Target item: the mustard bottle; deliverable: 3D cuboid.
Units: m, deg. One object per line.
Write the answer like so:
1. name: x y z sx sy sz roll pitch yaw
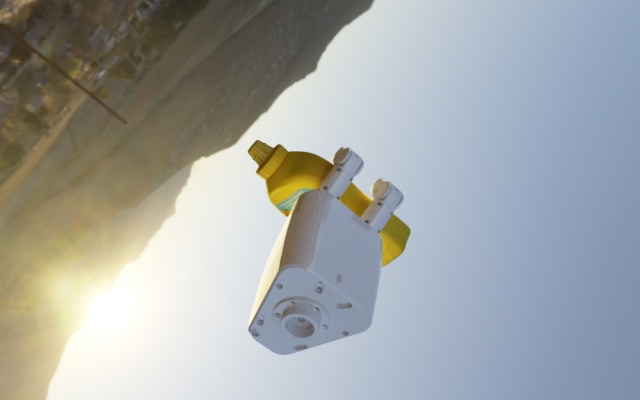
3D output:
1. mustard bottle: 0.000 0.002 0.521 0.192 0.058 0.096 39 -34 -15
